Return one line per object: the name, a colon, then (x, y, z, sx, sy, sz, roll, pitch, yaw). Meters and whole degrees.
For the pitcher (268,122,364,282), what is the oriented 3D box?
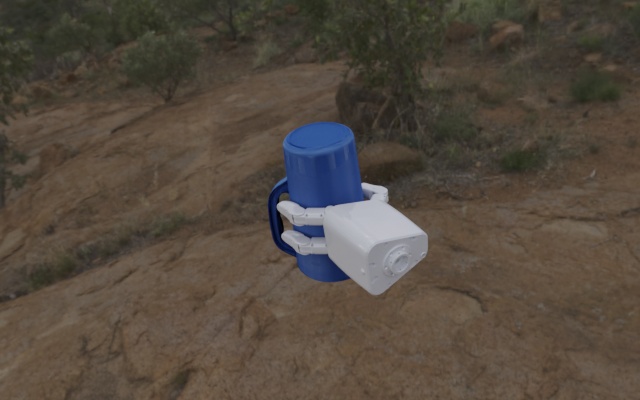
pitcher: (0.000, 0.003, 0.776, 0.149, 0.243, 0.145, -23, 35, -21)
